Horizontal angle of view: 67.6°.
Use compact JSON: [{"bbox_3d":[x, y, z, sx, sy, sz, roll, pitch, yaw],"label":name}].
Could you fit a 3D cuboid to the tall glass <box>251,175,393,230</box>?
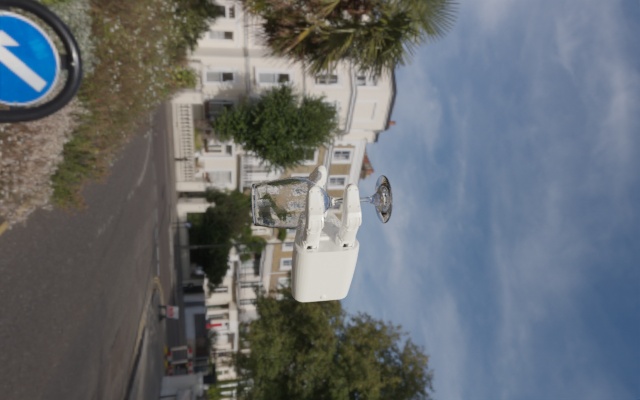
[{"bbox_3d":[0.001,0.002,0.711,0.201,0.079,0.079,-2,0,-13],"label":"tall glass"}]
